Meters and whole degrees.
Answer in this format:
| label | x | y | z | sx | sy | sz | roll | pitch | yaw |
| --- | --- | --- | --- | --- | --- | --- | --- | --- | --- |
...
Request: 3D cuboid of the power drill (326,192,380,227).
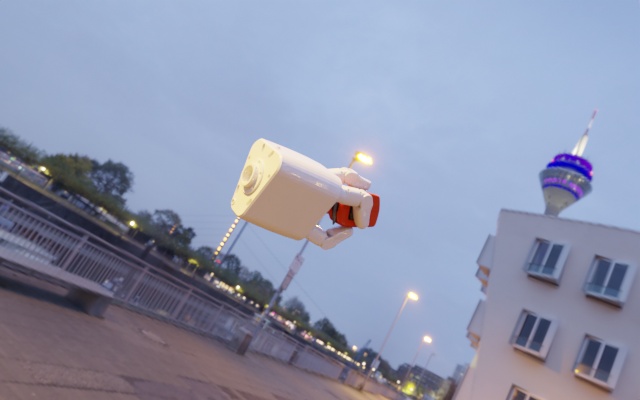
| label | x | y | z | sx | sy | sz | roll | pitch | yaw |
| --- | --- | --- | --- | --- | --- | --- | --- | --- | --- |
| power drill | 0.000 | 0.003 | 0.790 | 0.187 | 0.057 | 0.184 | 9 | 3 | 37 |
